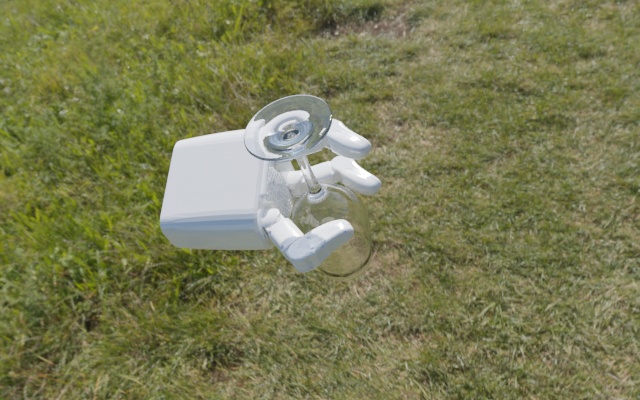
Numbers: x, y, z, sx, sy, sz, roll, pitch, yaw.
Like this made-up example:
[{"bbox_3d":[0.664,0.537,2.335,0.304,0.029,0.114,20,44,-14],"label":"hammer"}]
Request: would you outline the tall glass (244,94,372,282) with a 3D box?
[{"bbox_3d":[0.000,0.001,0.452,0.079,0.079,0.201,0,-38,20],"label":"tall glass"}]
